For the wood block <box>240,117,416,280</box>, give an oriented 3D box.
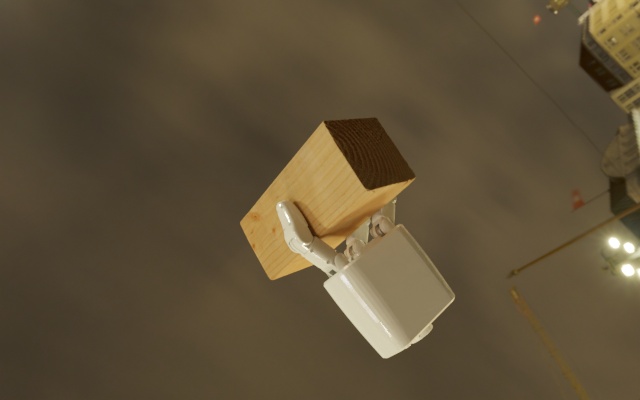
[{"bbox_3d":[0.000,0.002,0.571,0.091,0.090,0.206,-14,-23,-44],"label":"wood block"}]
